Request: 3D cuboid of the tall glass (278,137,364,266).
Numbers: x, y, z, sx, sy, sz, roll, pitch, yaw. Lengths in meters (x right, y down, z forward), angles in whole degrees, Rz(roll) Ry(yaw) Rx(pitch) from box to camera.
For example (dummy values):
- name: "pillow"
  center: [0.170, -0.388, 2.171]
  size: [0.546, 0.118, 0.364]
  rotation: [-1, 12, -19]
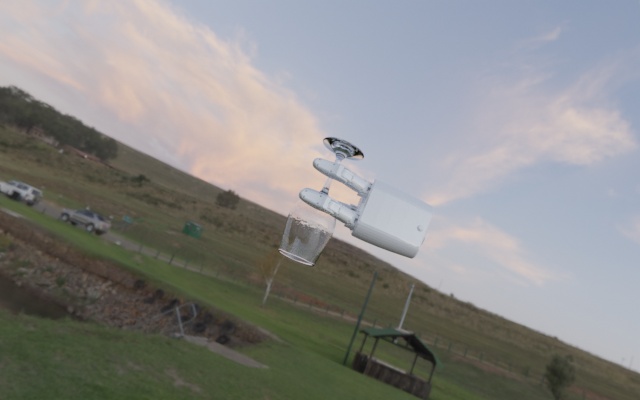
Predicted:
- name: "tall glass"
  center: [0.000, 0.002, 0.771]
  size: [0.079, 0.201, 0.079]
  rotation: [22, -13, 6]
